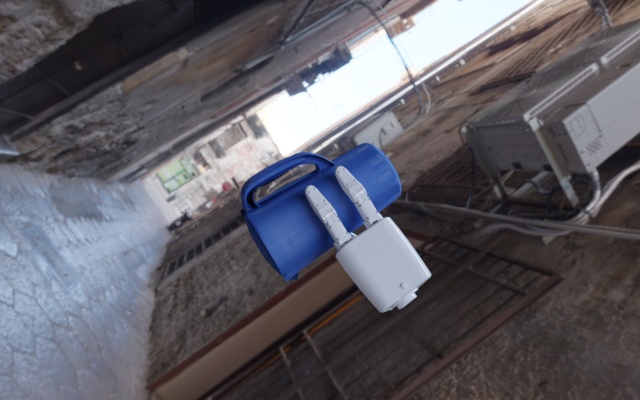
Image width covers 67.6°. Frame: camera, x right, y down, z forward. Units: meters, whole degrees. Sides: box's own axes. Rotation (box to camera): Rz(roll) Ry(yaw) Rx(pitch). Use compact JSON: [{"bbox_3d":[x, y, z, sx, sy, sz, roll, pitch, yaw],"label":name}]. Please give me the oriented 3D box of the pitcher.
[{"bbox_3d":[0.000,0.003,0.759,0.243,0.145,0.149,-33,-19,-11],"label":"pitcher"}]
